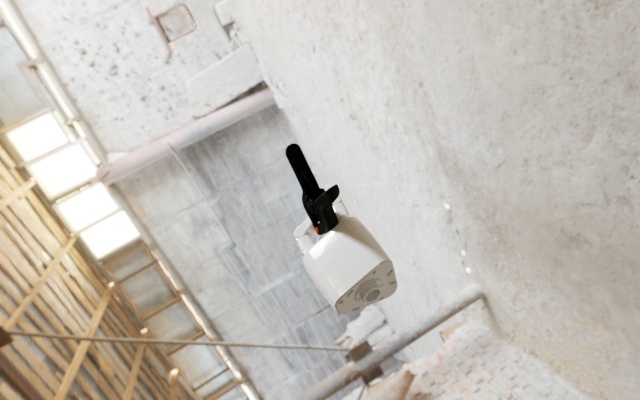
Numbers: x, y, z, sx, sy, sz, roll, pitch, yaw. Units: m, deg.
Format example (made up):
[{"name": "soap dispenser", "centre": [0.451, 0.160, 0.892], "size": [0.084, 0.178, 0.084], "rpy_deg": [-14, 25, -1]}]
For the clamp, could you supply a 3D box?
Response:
[{"name": "clamp", "centre": [0.000, 0.003, 0.733], "size": [0.039, 0.172, 0.120], "rpy_deg": [-29, 45, -10]}]
